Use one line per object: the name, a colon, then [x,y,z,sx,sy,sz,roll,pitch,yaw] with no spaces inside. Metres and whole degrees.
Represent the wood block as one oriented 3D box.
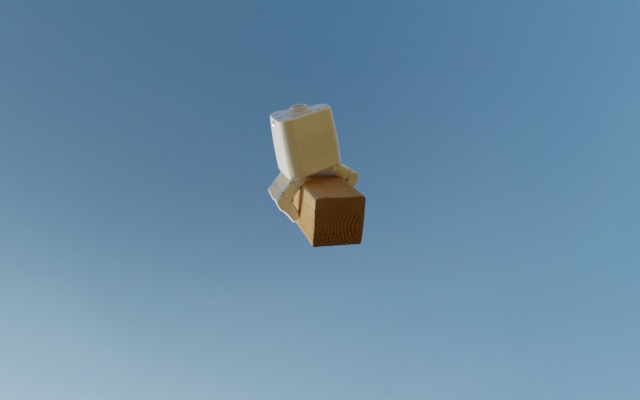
wood block: [0.000,0.002,0.887,0.091,0.090,0.206,-3,20,-18]
